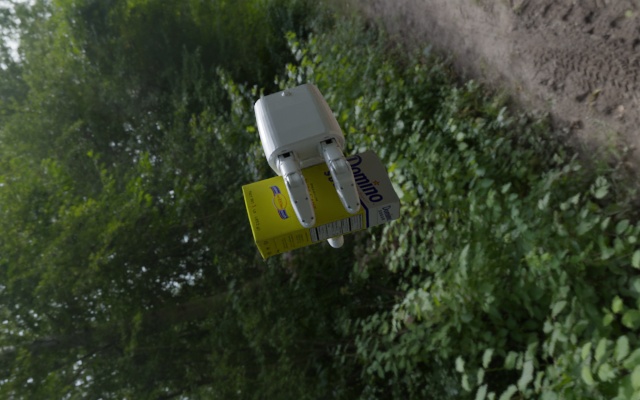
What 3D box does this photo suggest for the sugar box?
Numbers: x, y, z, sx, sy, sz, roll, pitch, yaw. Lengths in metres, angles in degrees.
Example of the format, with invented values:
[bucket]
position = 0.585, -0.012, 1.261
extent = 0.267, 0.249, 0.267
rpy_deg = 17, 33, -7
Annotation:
[sugar box]
position = 0.000, 0.002, 0.589
extent = 0.176, 0.093, 0.048
rpy_deg = -18, -38, -4
